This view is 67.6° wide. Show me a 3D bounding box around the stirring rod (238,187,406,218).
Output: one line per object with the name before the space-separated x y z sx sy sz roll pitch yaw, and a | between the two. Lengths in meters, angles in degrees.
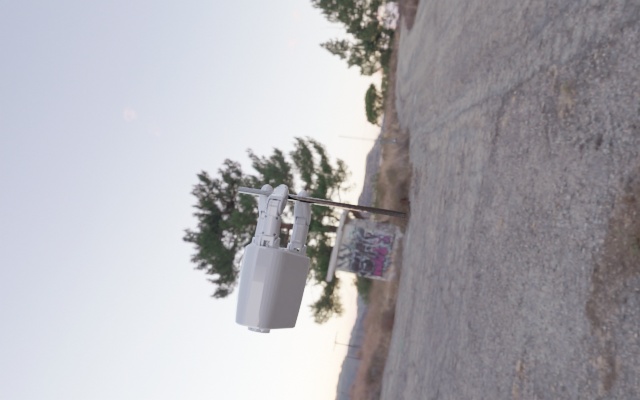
stirring rod | 0.000 0.002 0.676 0.239 0.011 0.011 9 1 8
